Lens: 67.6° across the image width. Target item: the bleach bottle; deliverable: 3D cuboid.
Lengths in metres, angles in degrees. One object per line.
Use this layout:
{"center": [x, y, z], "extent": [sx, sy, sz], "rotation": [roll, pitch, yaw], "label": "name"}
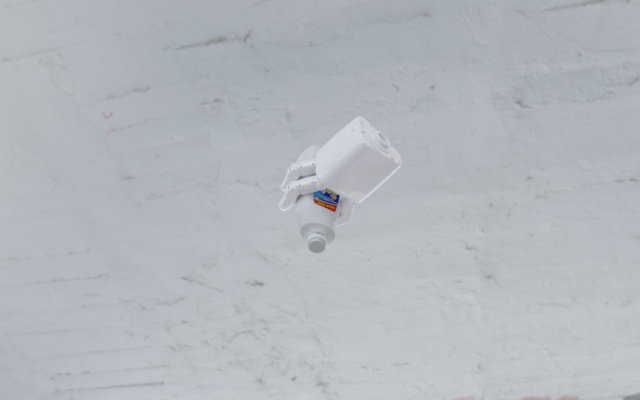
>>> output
{"center": [0.000, 0.003, 0.873], "extent": [0.102, 0.250, 0.068], "rotation": [36, -60, -25], "label": "bleach bottle"}
